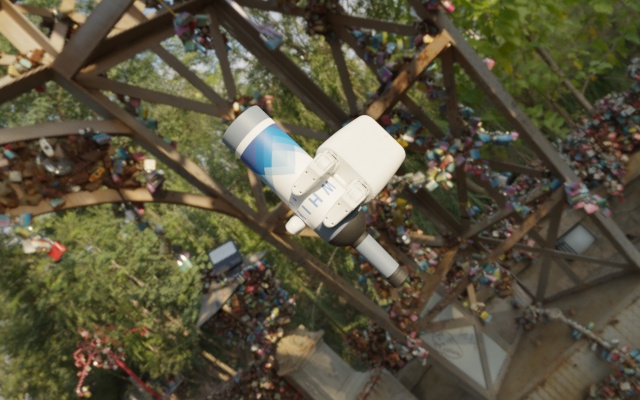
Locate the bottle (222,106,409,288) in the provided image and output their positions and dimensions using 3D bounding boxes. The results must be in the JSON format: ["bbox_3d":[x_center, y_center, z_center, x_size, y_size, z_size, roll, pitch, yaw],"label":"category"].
[{"bbox_3d":[0.000,0.002,0.624,0.295,0.069,0.069,44,1,1],"label":"bottle"}]
